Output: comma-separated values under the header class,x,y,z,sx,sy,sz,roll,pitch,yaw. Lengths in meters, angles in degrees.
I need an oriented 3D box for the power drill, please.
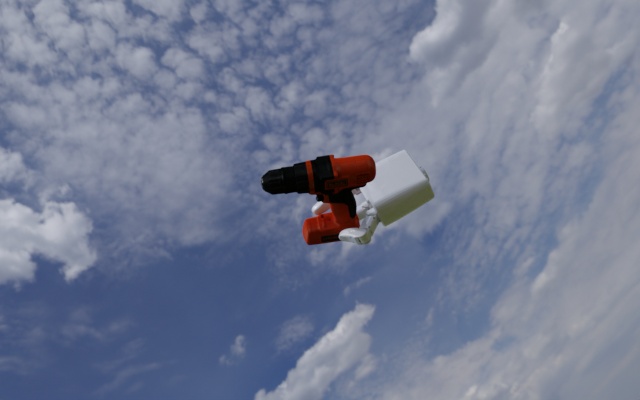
class,x,y,z,sx,sy,sz,roll,pitch,yaw
power drill,0.000,0.003,0.812,0.184,0.057,0.188,-7,-37,-2
